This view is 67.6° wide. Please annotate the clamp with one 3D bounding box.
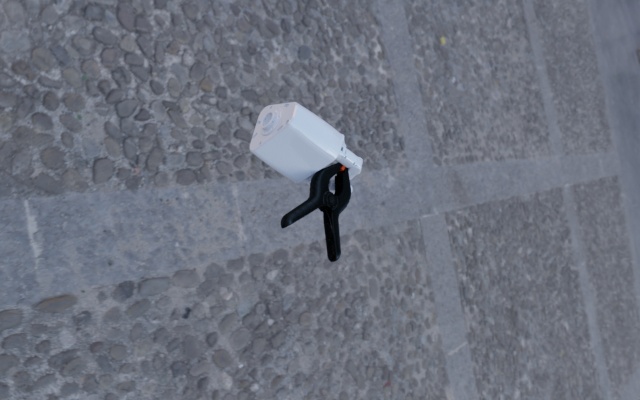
[{"bbox_3d":[0.001,0.002,0.784,0.039,0.171,0.120,-15,-36,44],"label":"clamp"}]
